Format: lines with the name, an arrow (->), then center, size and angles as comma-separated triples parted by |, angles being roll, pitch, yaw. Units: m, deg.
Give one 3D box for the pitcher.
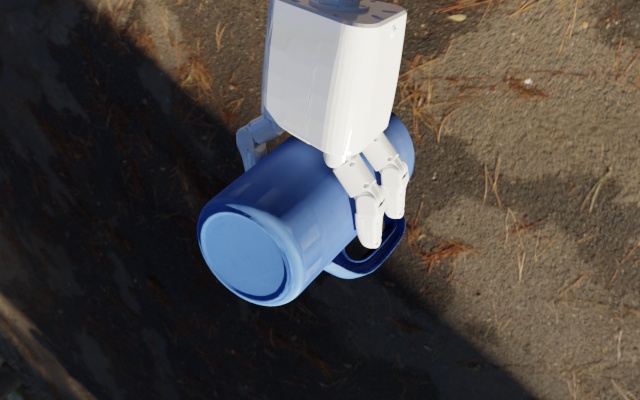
pitcher -> 0.000, 0.001, 0.482 | 0.149, 0.145, 0.242 | 22, 37, 20
